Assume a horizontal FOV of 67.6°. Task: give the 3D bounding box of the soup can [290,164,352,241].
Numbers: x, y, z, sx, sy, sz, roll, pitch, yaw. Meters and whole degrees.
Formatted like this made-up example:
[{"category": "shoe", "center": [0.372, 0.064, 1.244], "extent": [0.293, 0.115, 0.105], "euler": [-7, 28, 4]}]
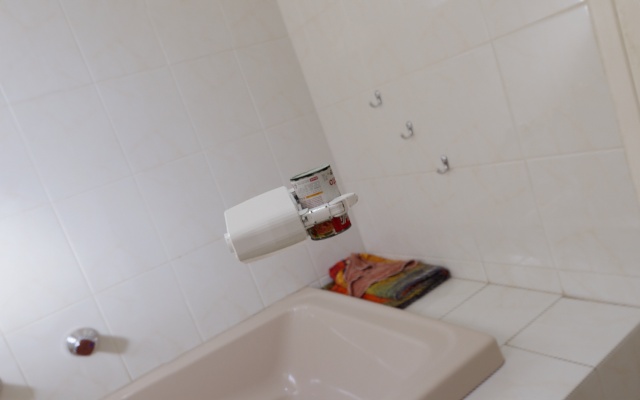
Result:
[{"category": "soup can", "center": [0.000, 0.002, 0.741], "extent": [0.068, 0.102, 0.068], "euler": [-19, 9, 3]}]
